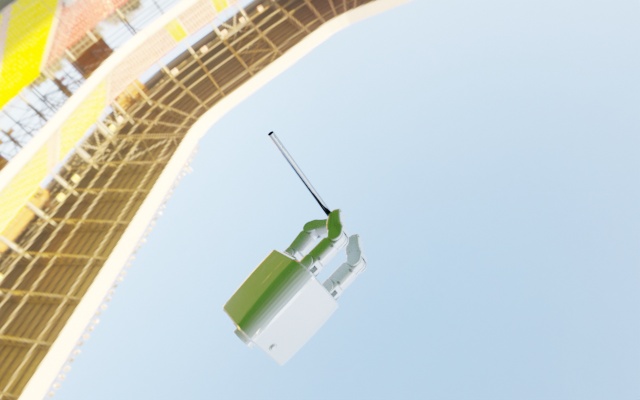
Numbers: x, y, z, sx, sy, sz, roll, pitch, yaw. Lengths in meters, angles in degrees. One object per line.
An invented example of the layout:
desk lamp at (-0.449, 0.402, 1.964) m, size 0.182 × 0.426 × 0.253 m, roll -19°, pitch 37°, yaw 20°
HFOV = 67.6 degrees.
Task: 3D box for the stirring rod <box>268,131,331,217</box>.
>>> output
stirring rod at (0.000, 0.002, 0.615) m, size 0.011 × 0.011 × 0.240 m, roll 0°, pitch -41°, yaw 39°
